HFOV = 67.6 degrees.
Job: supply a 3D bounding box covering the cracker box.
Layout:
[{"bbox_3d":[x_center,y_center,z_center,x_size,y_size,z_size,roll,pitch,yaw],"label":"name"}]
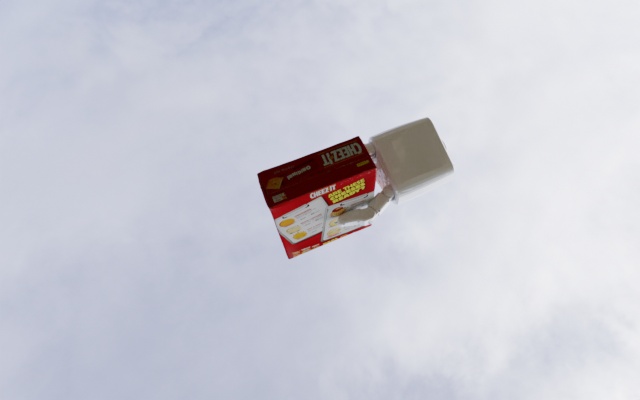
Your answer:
[{"bbox_3d":[0.000,0.003,0.768,0.164,0.072,0.214,-21,-26,-6],"label":"cracker box"}]
